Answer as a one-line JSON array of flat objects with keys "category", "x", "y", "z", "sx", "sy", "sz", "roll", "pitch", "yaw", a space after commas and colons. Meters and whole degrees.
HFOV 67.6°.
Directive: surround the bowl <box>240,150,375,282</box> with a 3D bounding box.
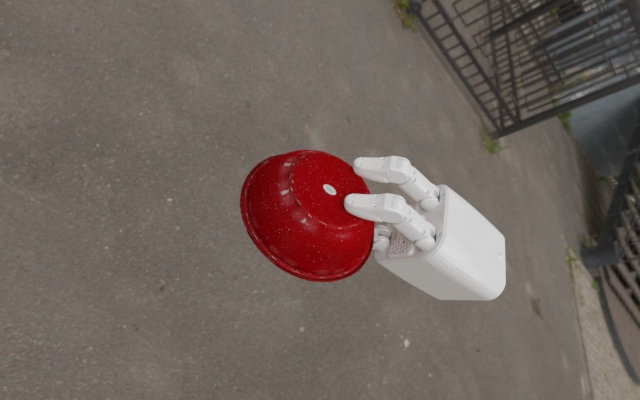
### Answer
[{"category": "bowl", "x": -0.001, "y": 0.001, "z": 0.505, "sx": 0.162, "sy": 0.162, "sz": 0.055, "roll": 0, "pitch": -31, "yaw": -30}]
